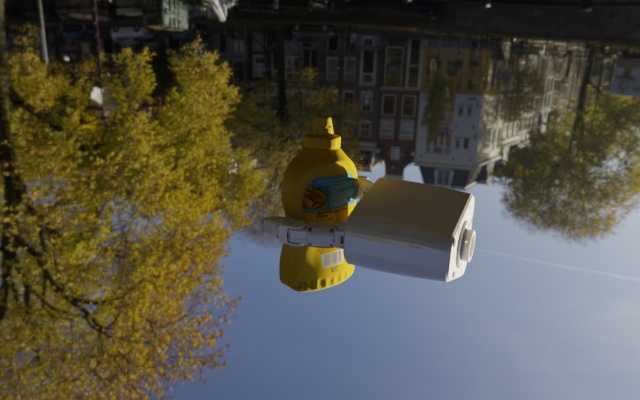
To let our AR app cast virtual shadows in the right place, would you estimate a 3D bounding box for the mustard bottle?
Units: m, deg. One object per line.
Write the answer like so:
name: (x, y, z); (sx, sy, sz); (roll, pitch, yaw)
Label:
mustard bottle: (0.000, 0.002, 0.542); (0.096, 0.192, 0.058); (-10, 19, -38)
